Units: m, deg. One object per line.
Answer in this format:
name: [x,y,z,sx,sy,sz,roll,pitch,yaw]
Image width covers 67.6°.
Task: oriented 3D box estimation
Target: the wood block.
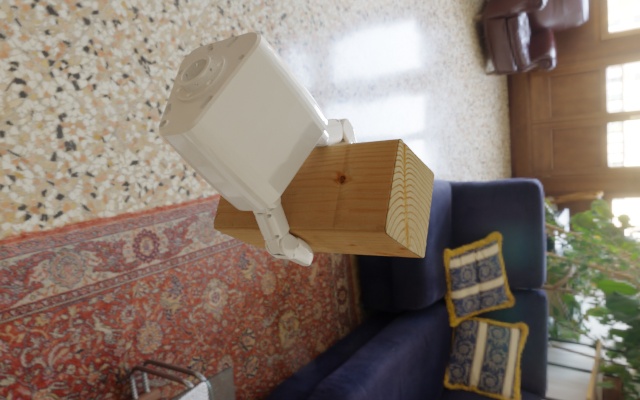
wood block: [0.000,0.002,0.497,0.206,0.090,0.090,-1,-20,35]
